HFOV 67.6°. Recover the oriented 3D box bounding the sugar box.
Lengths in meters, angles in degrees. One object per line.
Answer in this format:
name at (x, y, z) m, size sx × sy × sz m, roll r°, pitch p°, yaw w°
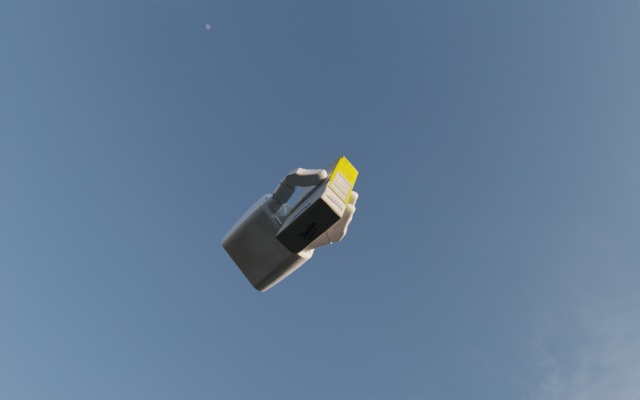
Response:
sugar box at (0.000, 0.003, 0.698) m, size 0.093 × 0.048 × 0.176 m, roll -41°, pitch 12°, yaw 25°
